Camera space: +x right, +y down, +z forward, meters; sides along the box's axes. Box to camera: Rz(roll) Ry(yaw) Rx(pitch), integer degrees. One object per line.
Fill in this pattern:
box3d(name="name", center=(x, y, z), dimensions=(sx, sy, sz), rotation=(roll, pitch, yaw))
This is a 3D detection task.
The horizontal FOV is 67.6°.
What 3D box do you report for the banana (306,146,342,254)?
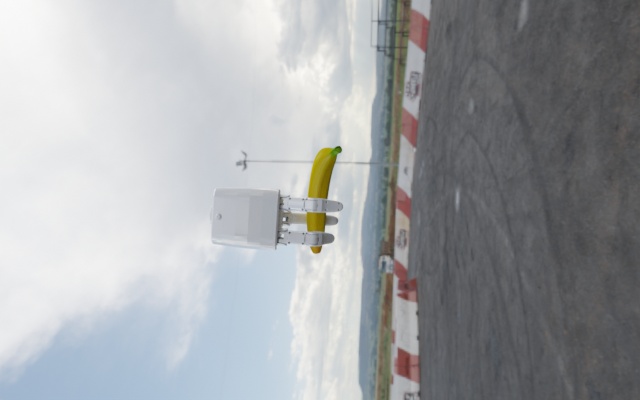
box3d(name="banana", center=(-0.001, -0.008, 0.805), dimensions=(0.037, 0.198, 0.069), rotation=(5, 24, -10))
